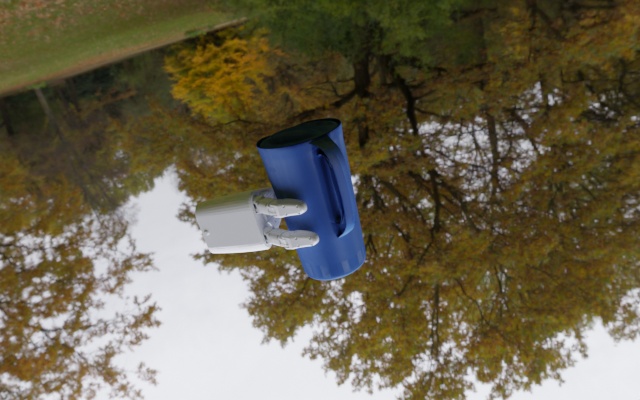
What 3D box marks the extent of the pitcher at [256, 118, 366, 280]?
[{"bbox_3d":[0.000,0.002,0.750,0.145,0.243,0.149,-9,22,19],"label":"pitcher"}]
